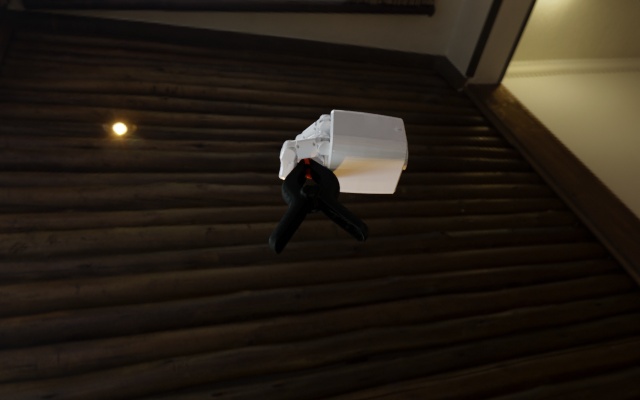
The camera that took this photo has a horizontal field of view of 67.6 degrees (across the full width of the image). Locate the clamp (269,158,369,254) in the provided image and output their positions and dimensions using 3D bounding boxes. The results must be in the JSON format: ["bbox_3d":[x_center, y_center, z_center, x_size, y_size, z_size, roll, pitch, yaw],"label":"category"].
[{"bbox_3d":[0.000,0.002,0.627,0.120,0.039,0.171,3,44,0],"label":"clamp"}]
